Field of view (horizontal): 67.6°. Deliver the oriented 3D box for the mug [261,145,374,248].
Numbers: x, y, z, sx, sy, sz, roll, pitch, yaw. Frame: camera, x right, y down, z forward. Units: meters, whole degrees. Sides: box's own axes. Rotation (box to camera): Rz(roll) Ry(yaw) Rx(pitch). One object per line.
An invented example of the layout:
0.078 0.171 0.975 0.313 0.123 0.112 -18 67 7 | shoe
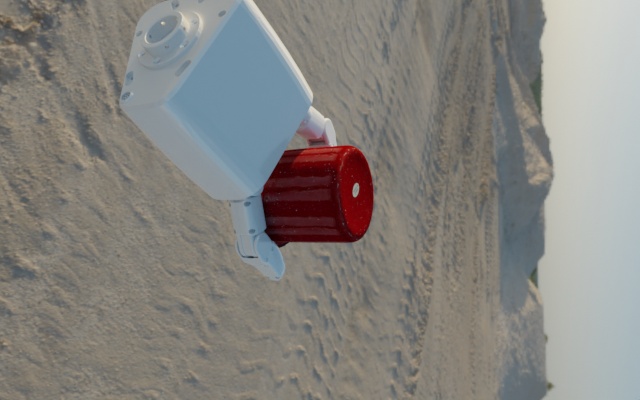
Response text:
0.001 0.002 0.423 0.081 0.093 0.117 -2 -30 27 | mug
